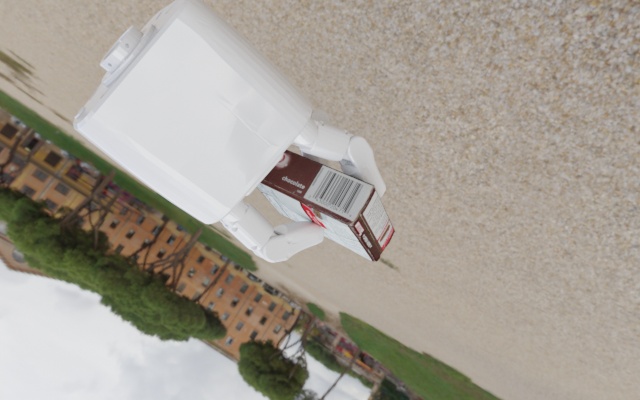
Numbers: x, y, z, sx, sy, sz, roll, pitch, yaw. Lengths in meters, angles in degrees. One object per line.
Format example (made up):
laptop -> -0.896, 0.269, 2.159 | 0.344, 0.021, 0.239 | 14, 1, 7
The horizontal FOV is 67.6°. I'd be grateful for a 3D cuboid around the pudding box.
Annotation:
pudding box -> 0.000, 0.001, 0.404 | 0.113, 0.039, 0.090 | 27, -13, 28
